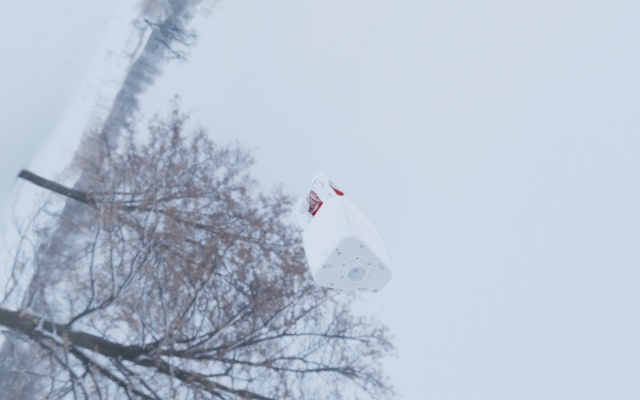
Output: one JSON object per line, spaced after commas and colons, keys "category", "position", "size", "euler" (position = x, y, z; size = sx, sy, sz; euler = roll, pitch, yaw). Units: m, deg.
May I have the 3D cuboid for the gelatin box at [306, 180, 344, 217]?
{"category": "gelatin box", "position": [0.000, 0.003, 0.805], "size": [0.030, 0.073, 0.089], "euler": [28, 8, -18]}
